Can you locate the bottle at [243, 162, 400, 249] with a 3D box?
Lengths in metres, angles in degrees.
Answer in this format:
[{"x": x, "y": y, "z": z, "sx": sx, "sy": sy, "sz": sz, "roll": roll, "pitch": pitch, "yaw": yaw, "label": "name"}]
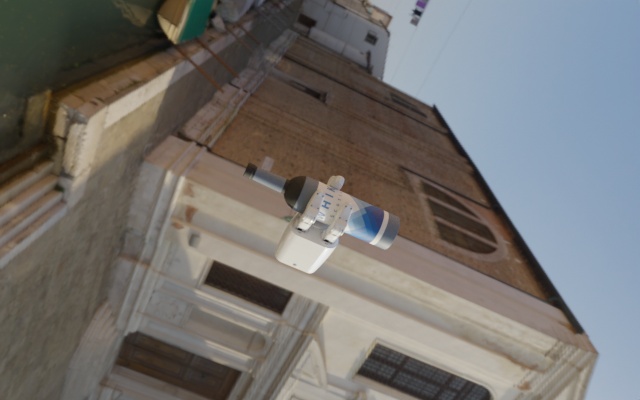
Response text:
[{"x": 0.000, "y": 0.003, "z": 0.875, "sx": 0.296, "sy": 0.069, "sz": 0.069, "roll": 24, "pitch": -4, "yaw": -8, "label": "bottle"}]
